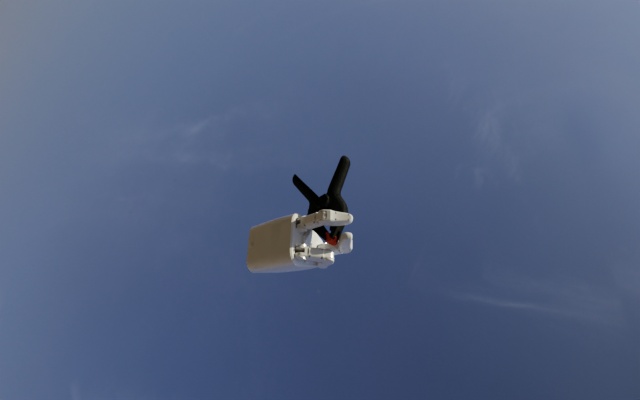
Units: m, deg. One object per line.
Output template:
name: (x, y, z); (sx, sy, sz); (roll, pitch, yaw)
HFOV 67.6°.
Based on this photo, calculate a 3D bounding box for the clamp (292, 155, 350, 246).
clamp: (0.001, 0.003, 0.888); (0.120, 0.171, 0.039); (-15, -31, 29)
